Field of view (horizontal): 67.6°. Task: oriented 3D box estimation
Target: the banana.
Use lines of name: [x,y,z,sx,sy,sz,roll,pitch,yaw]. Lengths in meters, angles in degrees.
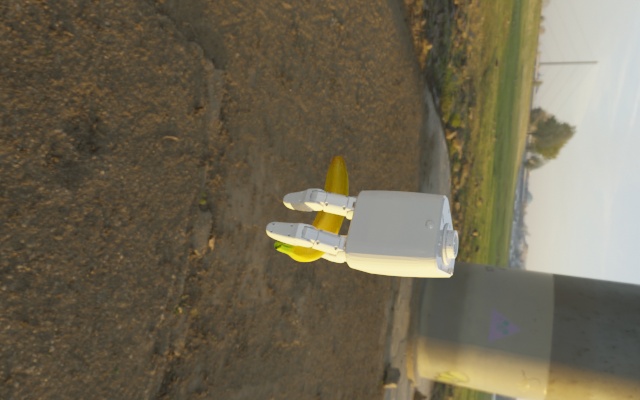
banana: [0.005,0.019,0.654,0.037,0.070,0.197,-2,38,30]
